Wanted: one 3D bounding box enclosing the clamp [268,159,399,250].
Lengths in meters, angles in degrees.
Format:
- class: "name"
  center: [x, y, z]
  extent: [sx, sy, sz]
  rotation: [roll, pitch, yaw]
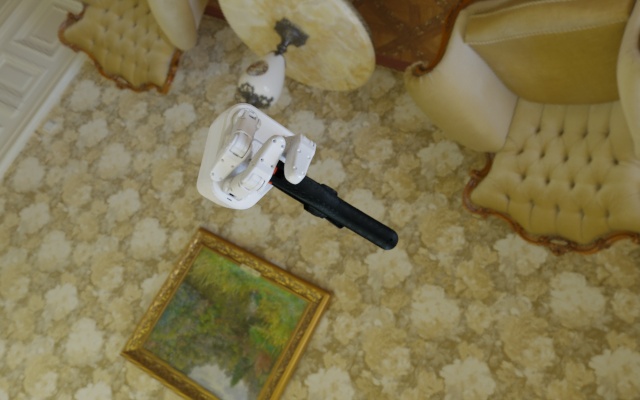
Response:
- class: "clamp"
  center: [0.000, 0.002, 0.553]
  extent: [0.171, 0.039, 0.120]
  rotation: [34, -12, -22]
